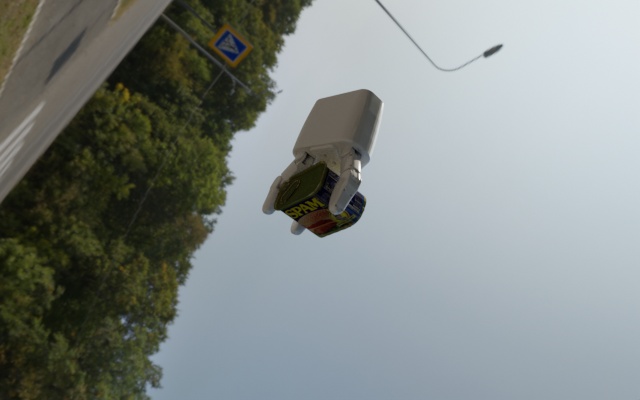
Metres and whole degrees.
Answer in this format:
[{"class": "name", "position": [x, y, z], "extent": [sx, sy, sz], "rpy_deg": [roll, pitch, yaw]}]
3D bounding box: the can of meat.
[{"class": "can of meat", "position": [0.000, 0.002, 0.661], "extent": [0.084, 0.057, 0.102], "rpy_deg": [36, -38, -26]}]
